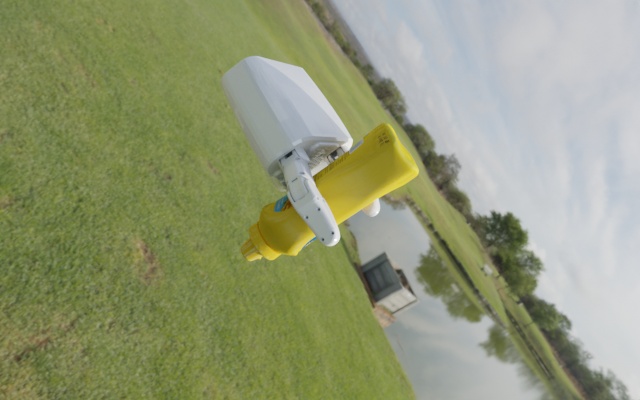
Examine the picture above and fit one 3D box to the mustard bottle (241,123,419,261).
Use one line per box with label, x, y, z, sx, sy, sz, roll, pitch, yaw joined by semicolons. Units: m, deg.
mustard bottle;0.000;0.002;0.464;0.191;0.058;0.096;-34;10;13
